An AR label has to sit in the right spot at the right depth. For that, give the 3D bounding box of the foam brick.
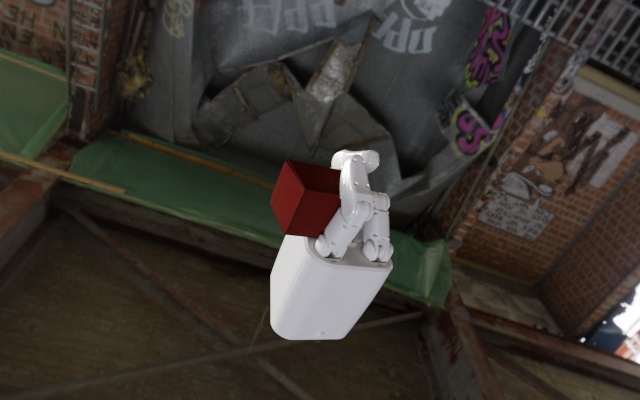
[{"bbox_3d":[0.000,0.001,0.450,0.078,0.051,0.053,10,31,-31],"label":"foam brick"}]
